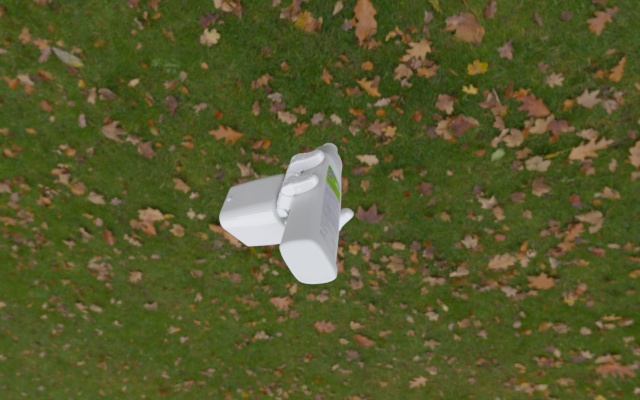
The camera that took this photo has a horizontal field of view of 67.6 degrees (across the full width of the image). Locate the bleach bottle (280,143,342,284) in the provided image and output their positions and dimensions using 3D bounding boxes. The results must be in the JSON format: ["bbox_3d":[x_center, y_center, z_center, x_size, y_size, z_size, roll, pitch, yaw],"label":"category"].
[{"bbox_3d":[0.000,0.002,0.767,0.068,0.250,0.103,-9,-48,21],"label":"bleach bottle"}]
